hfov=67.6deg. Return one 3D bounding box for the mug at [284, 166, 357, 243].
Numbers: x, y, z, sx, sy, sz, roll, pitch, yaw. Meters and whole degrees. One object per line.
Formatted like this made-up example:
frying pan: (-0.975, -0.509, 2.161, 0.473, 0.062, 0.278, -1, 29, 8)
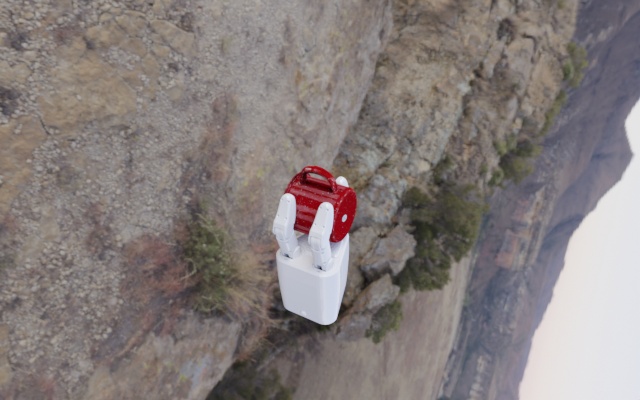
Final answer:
mug: (0.000, 0.001, 0.677, 0.081, 0.117, 0.093, 16, 40, 23)
